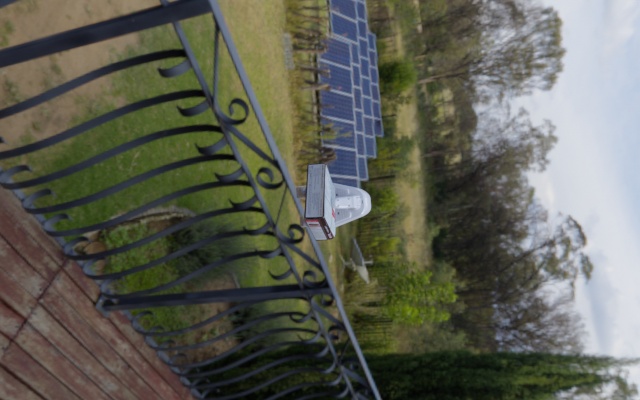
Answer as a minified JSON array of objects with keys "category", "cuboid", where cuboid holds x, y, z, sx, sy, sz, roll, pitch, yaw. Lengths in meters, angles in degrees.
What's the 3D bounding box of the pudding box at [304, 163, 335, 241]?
[{"category":"pudding box","cuboid":[0.000,0.003,0.853,0.039,0.113,0.090,-6,-30,12]}]
